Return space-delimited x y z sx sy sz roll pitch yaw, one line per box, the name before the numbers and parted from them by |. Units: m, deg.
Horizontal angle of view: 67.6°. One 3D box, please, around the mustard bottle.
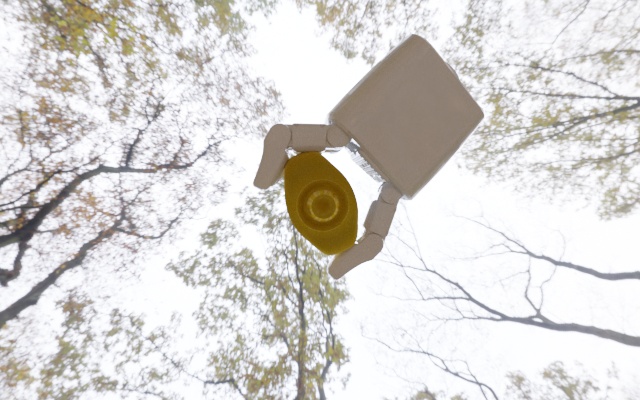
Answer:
mustard bottle | 0.000 0.002 0.444 0.058 0.096 0.191 -22 2 -1
